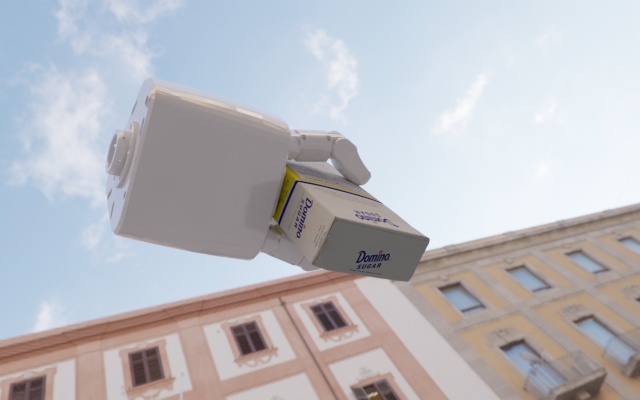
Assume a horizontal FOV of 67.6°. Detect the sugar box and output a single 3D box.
[{"bbox_3d":[0.000,0.002,0.403,0.093,0.048,0.176,14,19,-33],"label":"sugar box"}]
